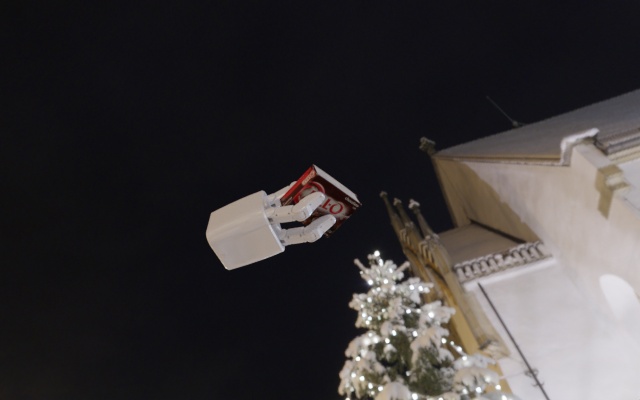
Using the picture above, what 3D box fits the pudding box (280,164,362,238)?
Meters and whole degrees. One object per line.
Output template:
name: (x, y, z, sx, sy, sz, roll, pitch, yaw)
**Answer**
pudding box: (0.000, 0.003, 0.826, 0.113, 0.090, 0.039, 32, 23, -34)
